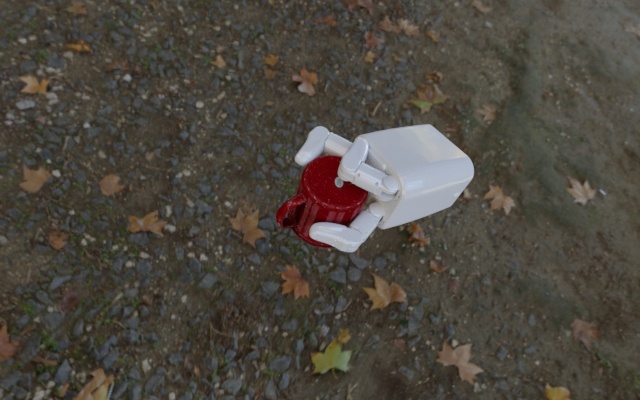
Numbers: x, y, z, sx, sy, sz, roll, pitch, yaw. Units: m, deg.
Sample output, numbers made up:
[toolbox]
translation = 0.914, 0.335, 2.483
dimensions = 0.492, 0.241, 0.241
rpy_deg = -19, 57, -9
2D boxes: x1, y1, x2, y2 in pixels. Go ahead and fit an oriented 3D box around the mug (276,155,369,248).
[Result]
[mug]
translation = -0.001, 0.002, 0.582
dimensions = 0.117, 0.093, 0.081
rpy_deg = -16, -29, -23
